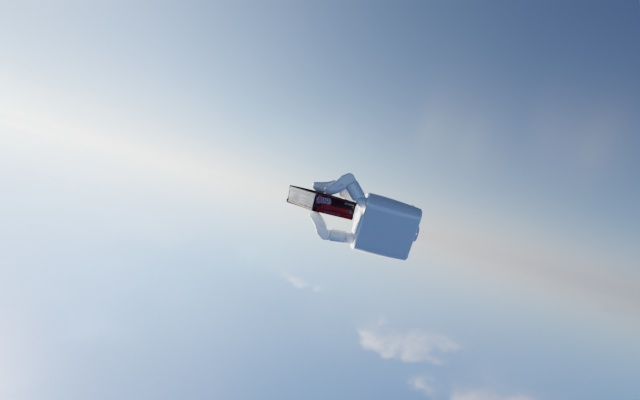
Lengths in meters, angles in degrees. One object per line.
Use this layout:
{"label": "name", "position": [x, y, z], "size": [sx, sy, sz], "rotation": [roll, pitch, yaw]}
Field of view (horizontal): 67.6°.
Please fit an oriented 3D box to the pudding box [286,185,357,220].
{"label": "pudding box", "position": [0.000, 0.003, 0.894], "size": [0.090, 0.039, 0.113], "rotation": [15, -1, -30]}
